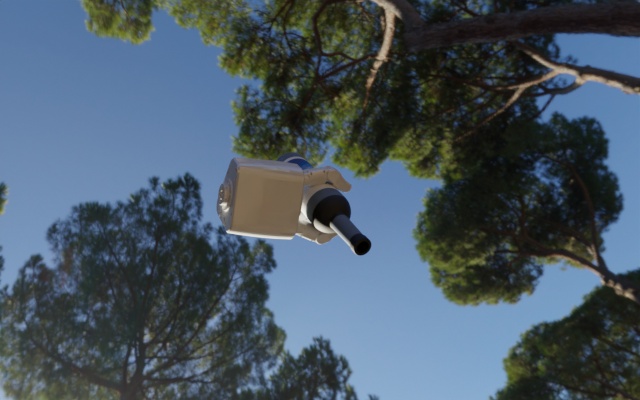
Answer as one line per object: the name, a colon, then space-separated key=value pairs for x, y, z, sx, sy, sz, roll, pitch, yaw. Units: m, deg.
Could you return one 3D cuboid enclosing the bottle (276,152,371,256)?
bottle: x=0.000 y=0.002 z=0.774 sx=0.069 sy=0.069 sz=0.295 roll=0 pitch=25 yaw=-26
